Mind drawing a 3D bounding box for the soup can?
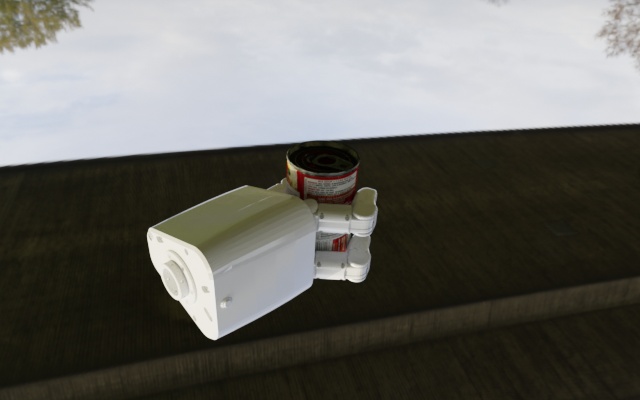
[{"bbox_3d":[0.000,0.002,0.467,0.068,0.102,0.068,3,32,-2],"label":"soup can"}]
